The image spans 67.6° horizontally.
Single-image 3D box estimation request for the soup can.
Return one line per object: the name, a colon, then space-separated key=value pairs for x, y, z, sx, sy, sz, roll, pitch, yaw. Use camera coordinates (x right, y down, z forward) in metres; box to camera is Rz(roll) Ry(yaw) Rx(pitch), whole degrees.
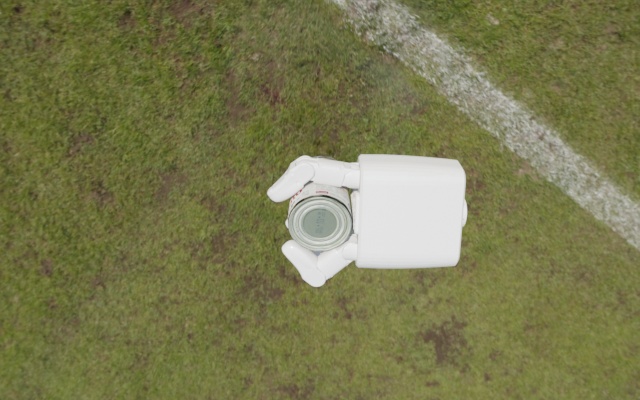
soup can: x=0.000 y=0.002 z=0.526 sx=0.068 sy=0.068 sz=0.102 roll=0 pitch=28 yaw=1
